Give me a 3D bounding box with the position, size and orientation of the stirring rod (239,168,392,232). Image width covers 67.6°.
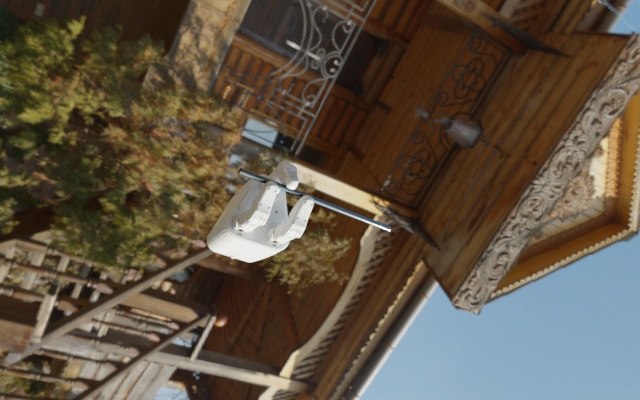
[{"bbox_3d":[0.000,0.002,0.655,0.239,0.011,0.011,21,-9,-24],"label":"stirring rod"}]
